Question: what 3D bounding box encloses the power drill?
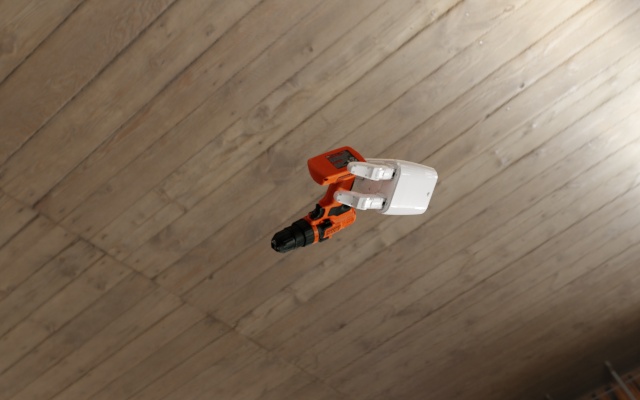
[{"bbox_3d":[0.000,0.002,0.840,0.184,0.188,0.057,-24,57,-34],"label":"power drill"}]
